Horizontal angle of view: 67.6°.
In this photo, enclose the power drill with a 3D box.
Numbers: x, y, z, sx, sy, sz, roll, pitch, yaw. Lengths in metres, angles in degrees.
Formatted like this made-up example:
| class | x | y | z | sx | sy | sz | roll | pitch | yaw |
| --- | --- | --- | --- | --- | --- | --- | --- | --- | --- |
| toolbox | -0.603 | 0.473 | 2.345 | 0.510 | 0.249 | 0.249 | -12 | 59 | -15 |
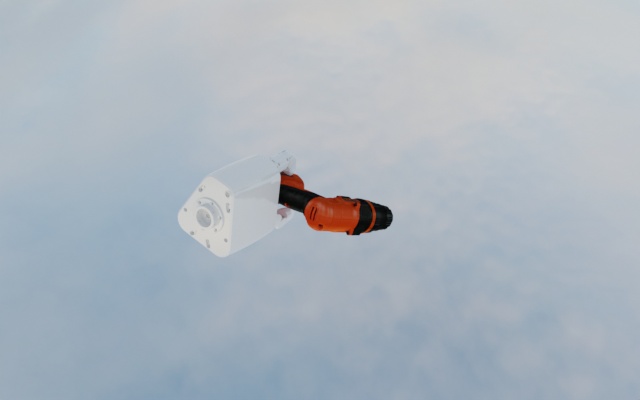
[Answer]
| class | x | y | z | sx | sy | sz | roll | pitch | yaw |
| --- | --- | --- | --- | --- | --- | --- | --- | --- | --- |
| power drill | 0.000 | 0.002 | 0.737 | 0.187 | 0.057 | 0.184 | 19 | 7 | 39 |
